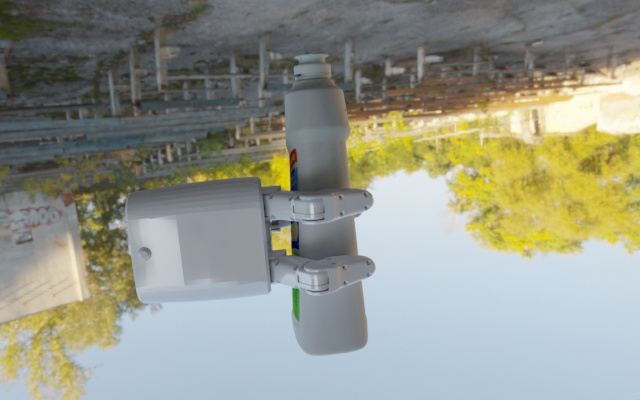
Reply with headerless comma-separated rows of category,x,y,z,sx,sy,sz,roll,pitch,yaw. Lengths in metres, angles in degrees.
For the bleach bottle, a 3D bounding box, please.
bleach bottle,0.000,0.001,0.427,0.068,0.251,0.102,-5,10,-7
